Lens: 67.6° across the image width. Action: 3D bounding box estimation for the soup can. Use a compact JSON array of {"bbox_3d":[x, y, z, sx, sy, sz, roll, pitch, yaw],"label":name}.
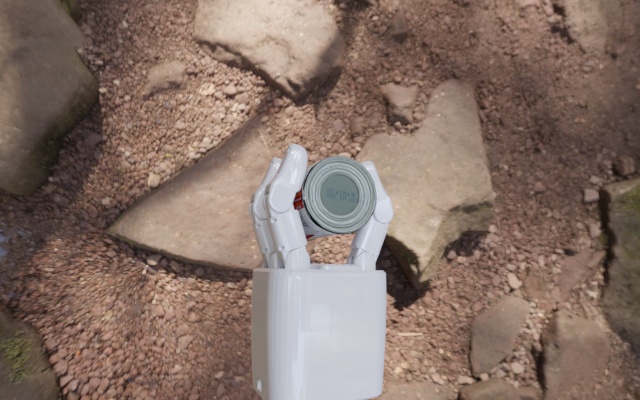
[{"bbox_3d":[0.000,0.001,0.439,0.068,0.068,0.102,0,-7,-20],"label":"soup can"}]
